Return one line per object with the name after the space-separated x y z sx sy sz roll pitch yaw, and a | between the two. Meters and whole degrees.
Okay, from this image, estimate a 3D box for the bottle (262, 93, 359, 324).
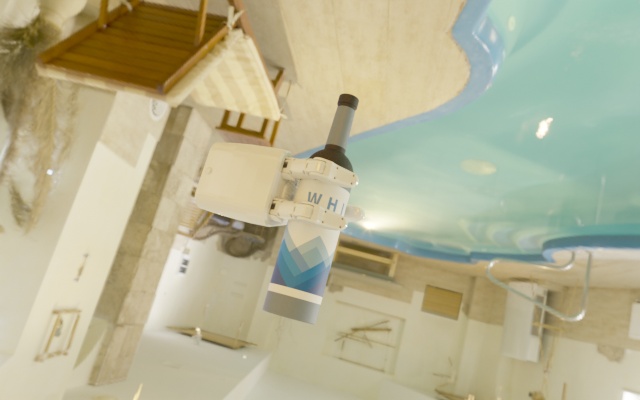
0.000 0.002 0.605 0.069 0.295 0.069 15 -12 3 | bottle
